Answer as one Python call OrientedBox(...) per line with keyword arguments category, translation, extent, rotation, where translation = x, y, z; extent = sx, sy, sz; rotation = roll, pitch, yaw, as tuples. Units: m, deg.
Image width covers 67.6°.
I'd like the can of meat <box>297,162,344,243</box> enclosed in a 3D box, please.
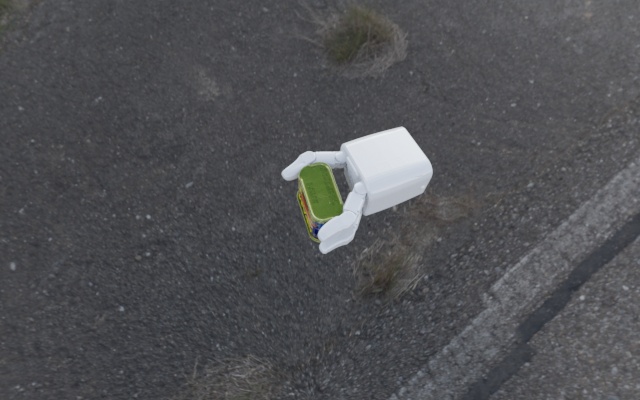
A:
OrientedBox(category="can of meat", translation=(0.000, 0.002, 0.736), extent=(0.057, 0.102, 0.084), rotation=(-16, -22, -8))
